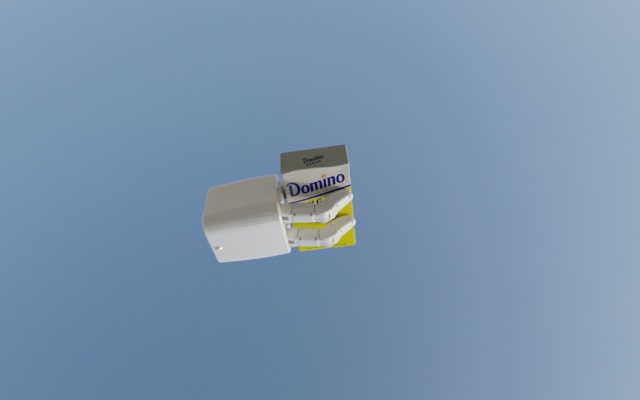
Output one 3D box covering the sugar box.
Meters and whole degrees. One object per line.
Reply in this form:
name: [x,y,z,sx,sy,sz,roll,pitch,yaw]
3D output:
sugar box: [0.000,0.003,0.697,0.093,0.048,0.176,-8,-41,2]
